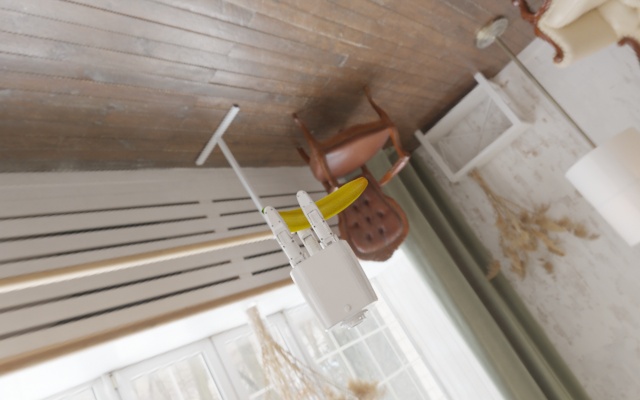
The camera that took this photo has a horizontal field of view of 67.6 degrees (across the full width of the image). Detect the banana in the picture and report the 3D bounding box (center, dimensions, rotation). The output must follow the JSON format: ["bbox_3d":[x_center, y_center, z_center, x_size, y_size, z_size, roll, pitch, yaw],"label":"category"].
[{"bbox_3d":[-0.007,0.014,0.799,0.198,0.037,0.070,-20,-26,-26],"label":"banana"}]
